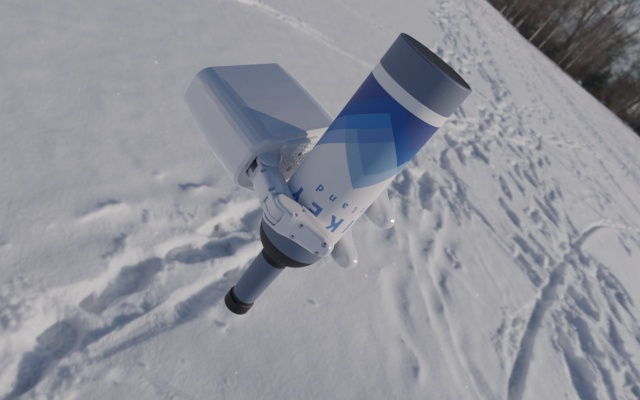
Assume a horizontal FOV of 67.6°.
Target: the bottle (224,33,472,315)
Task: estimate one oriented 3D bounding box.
[{"bbox_3d":[0.000,0.001,0.409,0.069,0.069,0.296,0,-44,-52],"label":"bottle"}]
